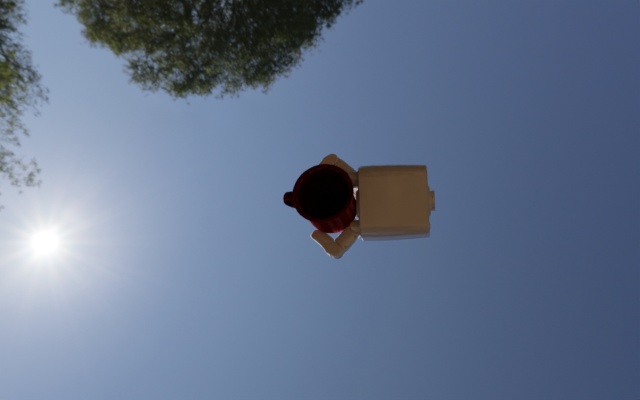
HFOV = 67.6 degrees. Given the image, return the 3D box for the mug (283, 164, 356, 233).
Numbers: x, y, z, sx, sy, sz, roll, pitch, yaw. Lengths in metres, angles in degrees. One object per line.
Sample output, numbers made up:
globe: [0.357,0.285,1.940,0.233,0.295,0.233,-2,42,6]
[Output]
mug: [-0.001,0.003,0.741,0.117,0.093,0.081,-1,-21,13]
